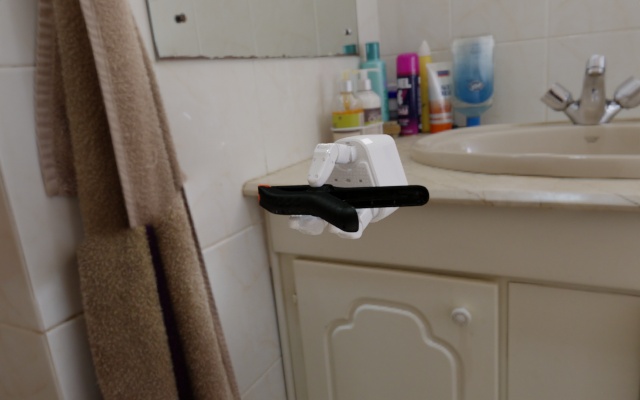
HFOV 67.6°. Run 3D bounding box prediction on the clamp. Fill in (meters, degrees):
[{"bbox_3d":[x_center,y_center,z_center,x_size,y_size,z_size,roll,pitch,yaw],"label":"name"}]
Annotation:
[{"bbox_3d":[0.000,0.001,0.552,0.210,0.036,0.164,3,11,31],"label":"clamp"}]
